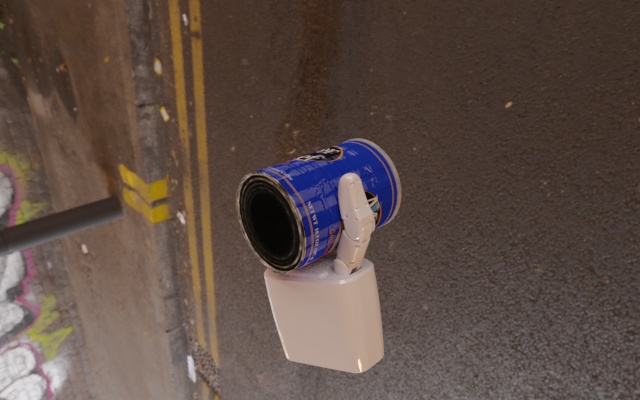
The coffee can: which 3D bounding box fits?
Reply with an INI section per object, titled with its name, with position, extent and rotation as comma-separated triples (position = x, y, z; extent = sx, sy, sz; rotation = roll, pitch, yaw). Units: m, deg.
[coffee can]
position = 0.000, 0.001, 0.492
extent = 0.140, 0.103, 0.103
rotation = -23, 15, -39
